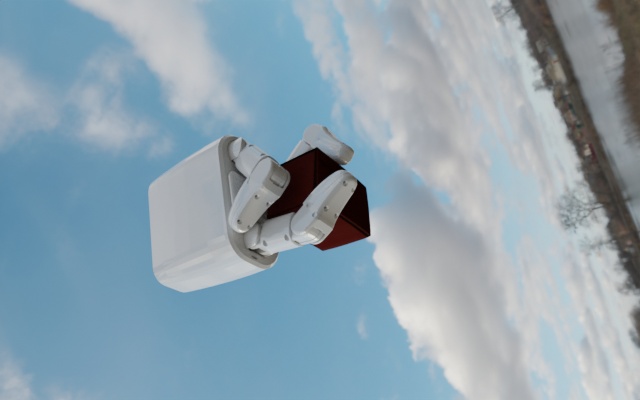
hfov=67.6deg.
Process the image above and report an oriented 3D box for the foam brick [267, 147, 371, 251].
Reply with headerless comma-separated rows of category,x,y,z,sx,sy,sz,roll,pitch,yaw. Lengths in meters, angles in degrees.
foam brick,0.000,0.002,0.411,0.051,0.053,0.078,-23,-40,31
